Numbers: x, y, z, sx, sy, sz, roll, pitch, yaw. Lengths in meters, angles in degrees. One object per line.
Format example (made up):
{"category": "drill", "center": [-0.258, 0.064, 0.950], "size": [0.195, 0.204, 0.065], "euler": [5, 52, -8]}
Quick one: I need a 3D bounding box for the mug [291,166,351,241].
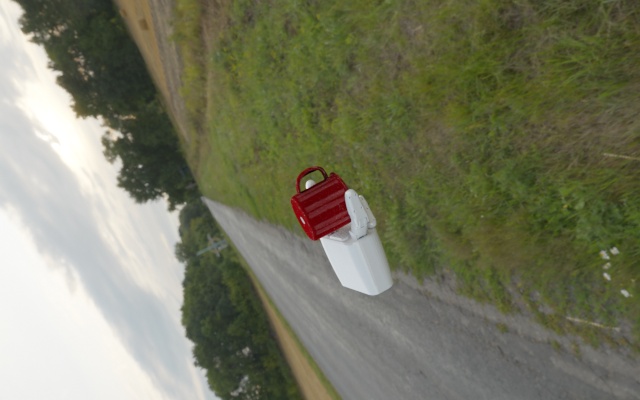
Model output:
{"category": "mug", "center": [-0.001, 0.001, 0.769], "size": [0.081, 0.117, 0.093], "euler": [-28, 18, -12]}
